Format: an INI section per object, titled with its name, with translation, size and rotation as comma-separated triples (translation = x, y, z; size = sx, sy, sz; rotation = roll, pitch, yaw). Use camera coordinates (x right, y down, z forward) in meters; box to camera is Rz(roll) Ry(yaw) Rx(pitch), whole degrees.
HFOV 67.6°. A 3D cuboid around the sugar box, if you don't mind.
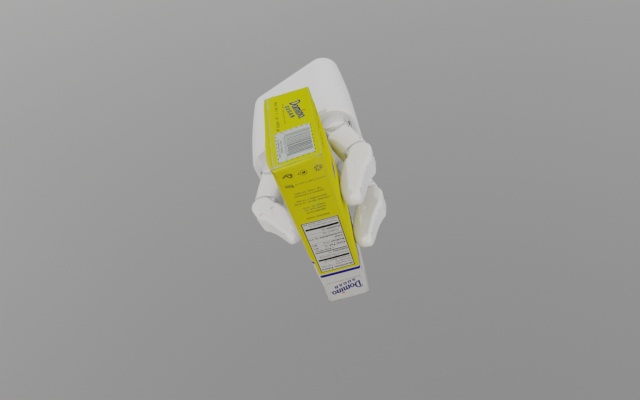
[sugar box]
translation = 0.001, 0.001, 0.419
size = 0.048, 0.093, 0.176
rotation = -17, -46, 8
